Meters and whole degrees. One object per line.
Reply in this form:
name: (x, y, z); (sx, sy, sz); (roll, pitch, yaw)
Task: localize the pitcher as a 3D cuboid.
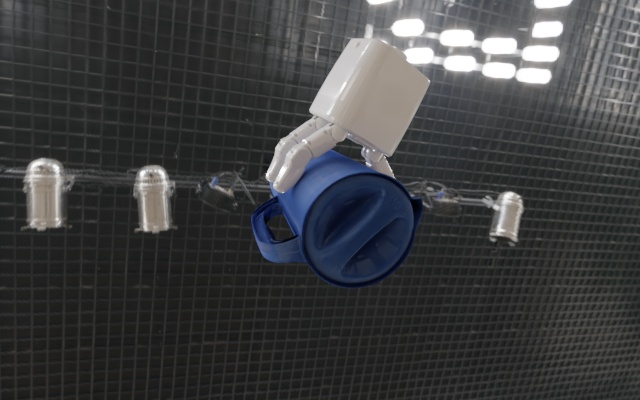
pitcher: (0.000, 0.002, 0.607); (0.149, 0.145, 0.242); (27, 7, -24)
